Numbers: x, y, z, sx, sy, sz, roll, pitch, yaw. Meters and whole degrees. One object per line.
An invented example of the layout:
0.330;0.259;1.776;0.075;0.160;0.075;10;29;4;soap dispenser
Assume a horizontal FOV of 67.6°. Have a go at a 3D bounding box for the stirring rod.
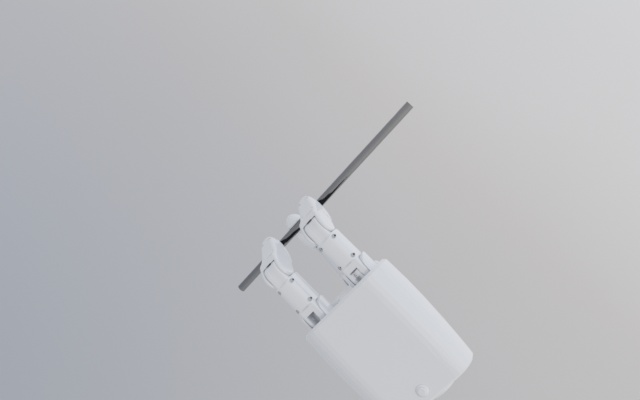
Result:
0.000;0.002;0.449;0.011;0.239;0.011;40;14;-12;stirring rod
